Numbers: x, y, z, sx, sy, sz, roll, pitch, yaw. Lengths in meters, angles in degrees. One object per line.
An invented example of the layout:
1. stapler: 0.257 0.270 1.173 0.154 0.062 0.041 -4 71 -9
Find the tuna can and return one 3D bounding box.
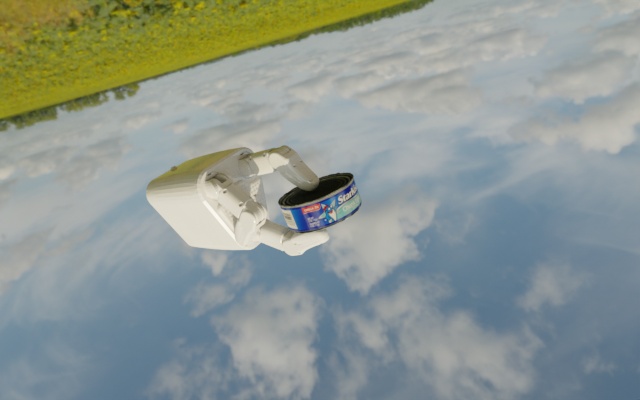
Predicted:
1. tuna can: 0.000 0.002 0.514 0.086 0.034 0.086 -19 16 6
